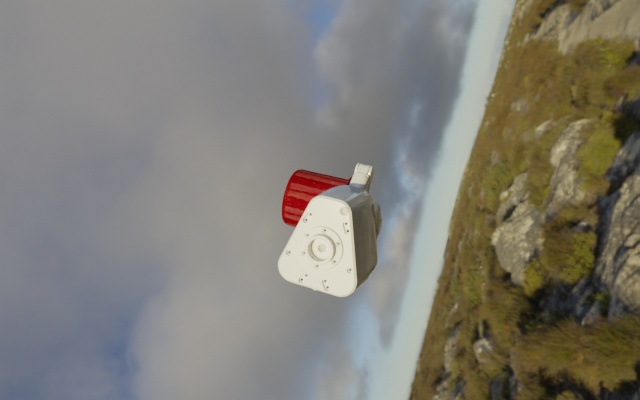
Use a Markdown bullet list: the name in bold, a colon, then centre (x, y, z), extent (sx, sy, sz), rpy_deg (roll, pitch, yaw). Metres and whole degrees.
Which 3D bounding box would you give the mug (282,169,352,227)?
- **mug**: centre (0.000, 0.002, 0.680), extent (0.081, 0.093, 0.117), rpy_deg (14, 10, 14)
